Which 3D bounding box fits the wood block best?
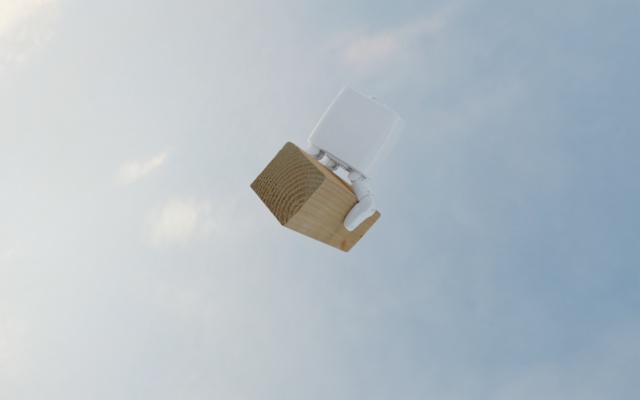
[{"bbox_3d":[0.001,0.002,0.733,0.090,0.090,0.206,47,9,31],"label":"wood block"}]
